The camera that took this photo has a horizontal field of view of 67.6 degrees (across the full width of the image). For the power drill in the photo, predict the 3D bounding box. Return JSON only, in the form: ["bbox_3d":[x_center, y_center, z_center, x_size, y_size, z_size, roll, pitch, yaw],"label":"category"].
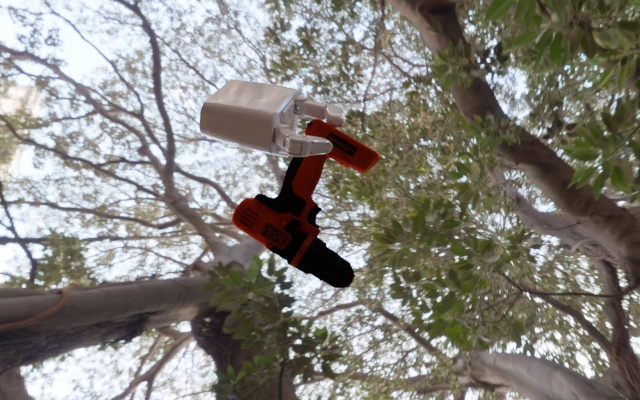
[{"bbox_3d":[0.000,0.002,0.637,0.184,0.187,0.057,32,1,2],"label":"power drill"}]
